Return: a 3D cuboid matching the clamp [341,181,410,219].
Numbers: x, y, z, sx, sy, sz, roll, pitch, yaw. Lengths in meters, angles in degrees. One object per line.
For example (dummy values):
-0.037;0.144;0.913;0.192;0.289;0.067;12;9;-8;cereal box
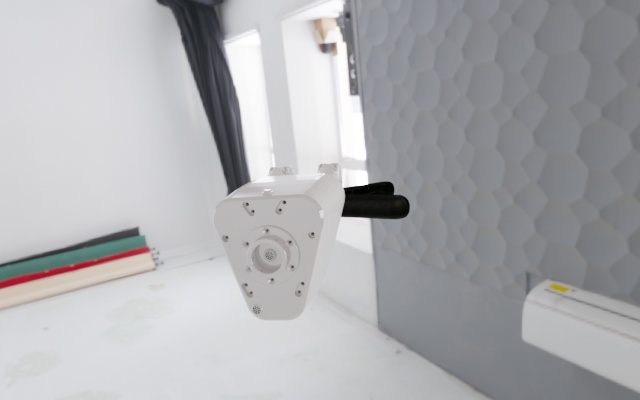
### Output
0.000;0.003;0.575;0.210;0.036;0.164;-3;7;10;clamp
